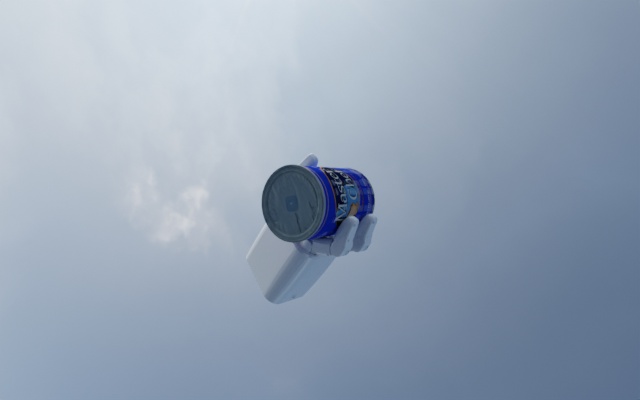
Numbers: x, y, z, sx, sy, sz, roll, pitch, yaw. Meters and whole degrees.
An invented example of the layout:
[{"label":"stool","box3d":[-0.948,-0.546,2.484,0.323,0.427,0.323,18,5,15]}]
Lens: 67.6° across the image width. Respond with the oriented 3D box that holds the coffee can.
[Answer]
[{"label":"coffee can","box3d":[0.000,0.002,0.681,0.103,0.103,0.140,0,2,34]}]
